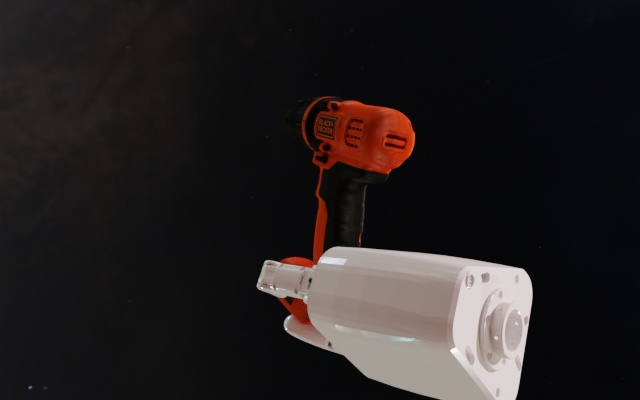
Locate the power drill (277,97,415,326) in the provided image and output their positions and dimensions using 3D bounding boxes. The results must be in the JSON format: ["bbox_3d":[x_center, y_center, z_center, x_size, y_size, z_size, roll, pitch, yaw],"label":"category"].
[{"bbox_3d":[0.000,0.002,0.428,0.057,0.188,0.184,5,11,-26],"label":"power drill"}]
